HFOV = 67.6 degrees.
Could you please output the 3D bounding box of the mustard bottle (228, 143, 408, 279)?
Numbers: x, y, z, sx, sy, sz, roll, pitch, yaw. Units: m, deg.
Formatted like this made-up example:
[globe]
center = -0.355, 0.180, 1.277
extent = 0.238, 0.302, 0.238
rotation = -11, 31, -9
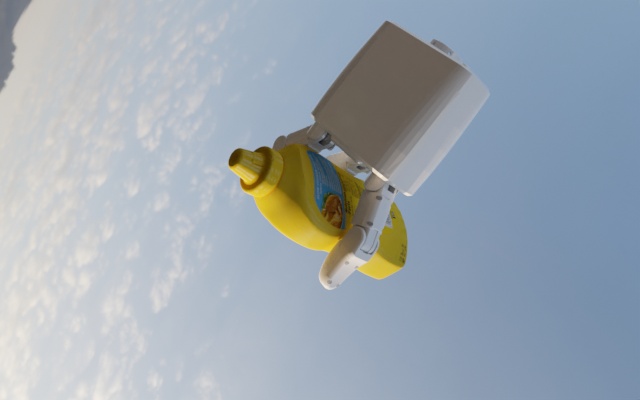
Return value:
[mustard bottle]
center = 0.000, 0.002, 0.426
extent = 0.058, 0.096, 0.192
rotation = -33, -42, 30
